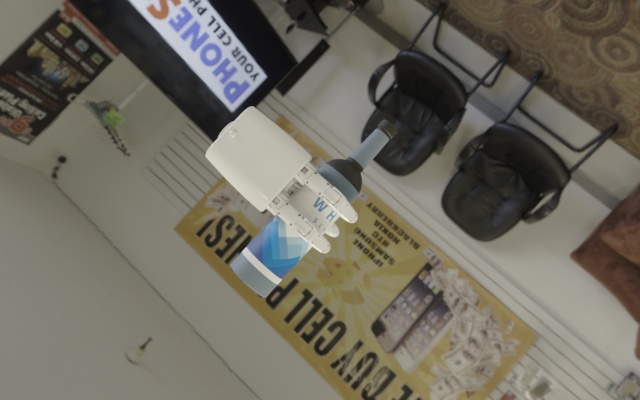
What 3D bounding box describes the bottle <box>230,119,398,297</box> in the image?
[{"bbox_3d":[0.000,0.002,0.664,0.069,0.295,0.069,42,-5,4],"label":"bottle"}]
